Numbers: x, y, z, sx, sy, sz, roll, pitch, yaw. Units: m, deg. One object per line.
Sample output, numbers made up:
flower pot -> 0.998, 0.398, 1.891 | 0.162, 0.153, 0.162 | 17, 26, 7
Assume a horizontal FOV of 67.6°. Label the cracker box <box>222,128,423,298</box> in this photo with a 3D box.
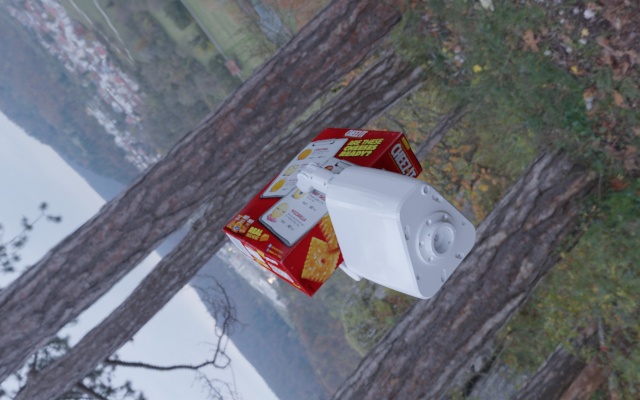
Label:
cracker box -> 0.000, 0.002, 0.608 | 0.213, 0.072, 0.164 | -46, 31, -18
